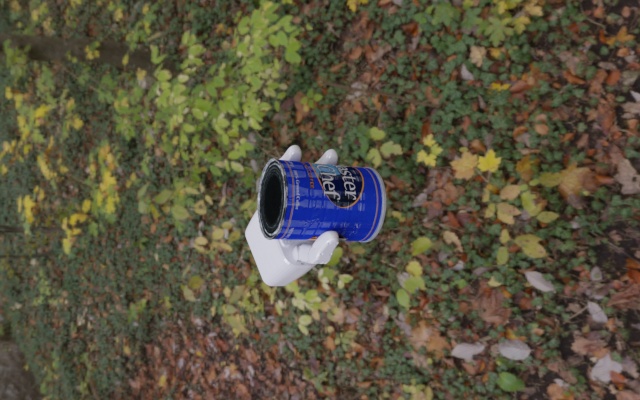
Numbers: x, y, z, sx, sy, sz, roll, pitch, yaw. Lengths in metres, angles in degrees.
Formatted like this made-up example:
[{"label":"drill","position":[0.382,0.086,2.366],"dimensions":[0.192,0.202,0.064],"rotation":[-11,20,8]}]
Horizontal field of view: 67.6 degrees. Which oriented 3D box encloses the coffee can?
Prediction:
[{"label":"coffee can","position":[0.000,0.002,0.625],"dimensions":[0.140,0.103,0.103],"rotation":[3,-2,-25]}]
